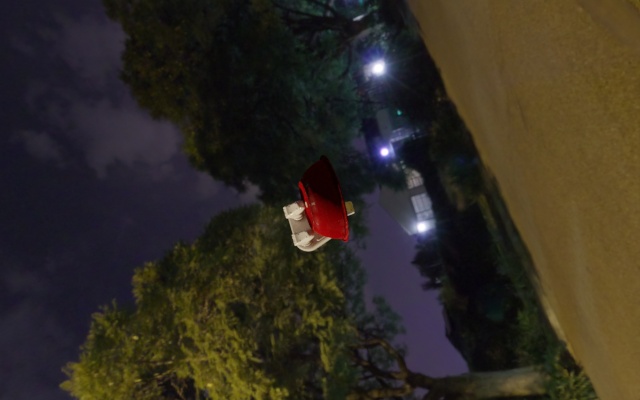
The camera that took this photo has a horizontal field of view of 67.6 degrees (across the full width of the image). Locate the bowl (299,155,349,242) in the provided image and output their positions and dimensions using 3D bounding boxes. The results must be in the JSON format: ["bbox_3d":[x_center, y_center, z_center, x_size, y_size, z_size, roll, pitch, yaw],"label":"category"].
[{"bbox_3d":[0.000,0.002,0.854,0.055,0.162,0.162,-15,2,-9],"label":"bowl"}]
